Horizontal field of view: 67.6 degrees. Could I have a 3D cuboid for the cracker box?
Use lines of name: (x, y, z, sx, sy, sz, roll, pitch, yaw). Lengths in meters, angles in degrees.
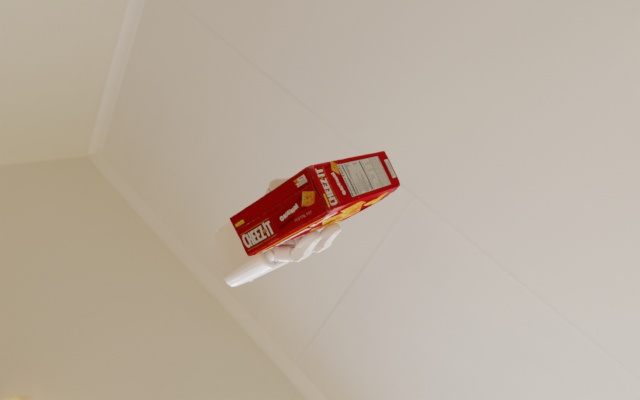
cracker box: (0.000, 0.002, 0.711, 0.164, 0.072, 0.213, -31, -8, 35)
